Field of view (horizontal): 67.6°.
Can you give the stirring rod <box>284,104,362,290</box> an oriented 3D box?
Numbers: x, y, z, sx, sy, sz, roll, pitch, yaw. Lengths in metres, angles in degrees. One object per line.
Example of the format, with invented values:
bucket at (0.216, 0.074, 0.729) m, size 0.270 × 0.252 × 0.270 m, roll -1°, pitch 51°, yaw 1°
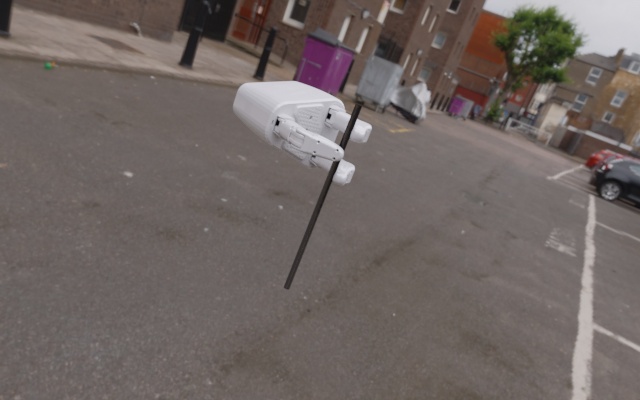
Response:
stirring rod at (0.000, 0.002, 0.563) m, size 0.011 × 0.239 × 0.011 m, roll 20°, pitch 17°, yaw -6°
